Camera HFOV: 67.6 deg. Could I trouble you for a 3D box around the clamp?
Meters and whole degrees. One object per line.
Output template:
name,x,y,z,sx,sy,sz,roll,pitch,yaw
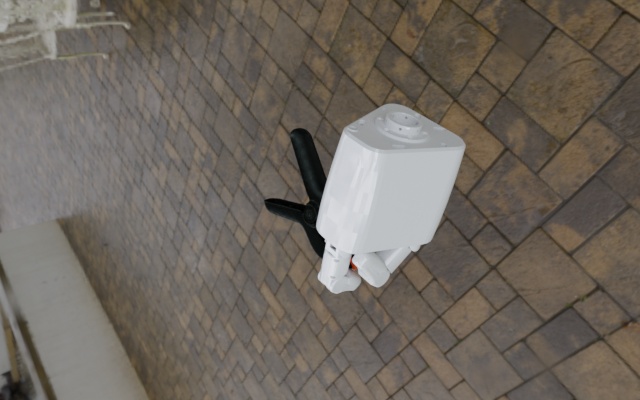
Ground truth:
clamp,0.000,0.002,0.529,0.039,0.120,0.171,-19,45,-39
